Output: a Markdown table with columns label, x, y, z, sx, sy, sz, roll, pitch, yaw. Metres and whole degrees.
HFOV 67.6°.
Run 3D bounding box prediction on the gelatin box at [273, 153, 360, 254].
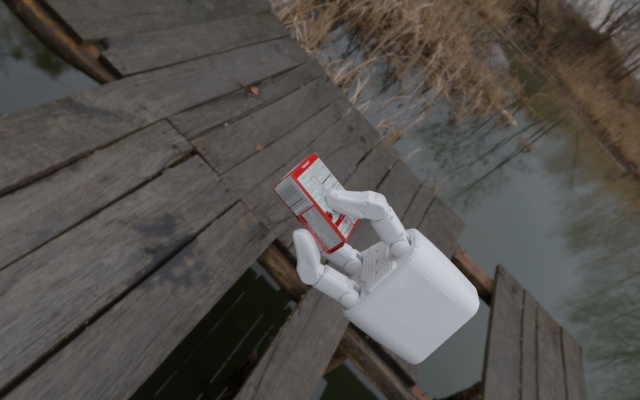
| label | x | y | z | sx | sy | sz | roll | pitch | yaw |
| --- | --- | --- | --- | --- | --- | --- | --- | --- | --- |
| gelatin box | 0.000 | 0.001 | 0.495 | 0.030 | 0.089 | 0.073 | -35 | 8 | 29 |
